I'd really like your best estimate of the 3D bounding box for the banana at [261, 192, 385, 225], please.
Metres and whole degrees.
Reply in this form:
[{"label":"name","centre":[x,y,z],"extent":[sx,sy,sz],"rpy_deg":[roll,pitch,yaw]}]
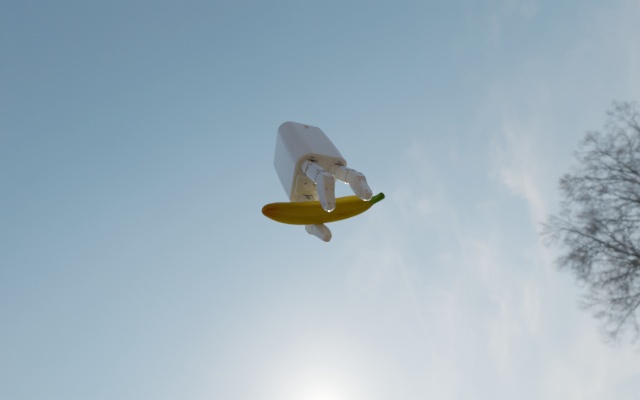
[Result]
[{"label":"banana","centre":[0.000,0.012,0.759],"extent":[0.198,0.037,0.070],"rpy_deg":[-9,-29,-17]}]
